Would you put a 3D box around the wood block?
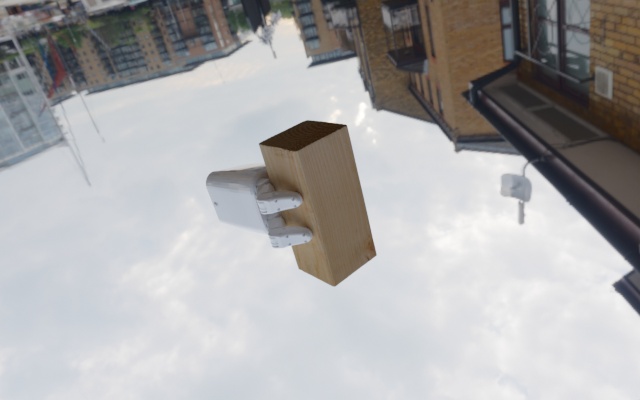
[{"bbox_3d":[0.000,0.002,0.671,0.091,0.206,0.090,-32,30,-30],"label":"wood block"}]
